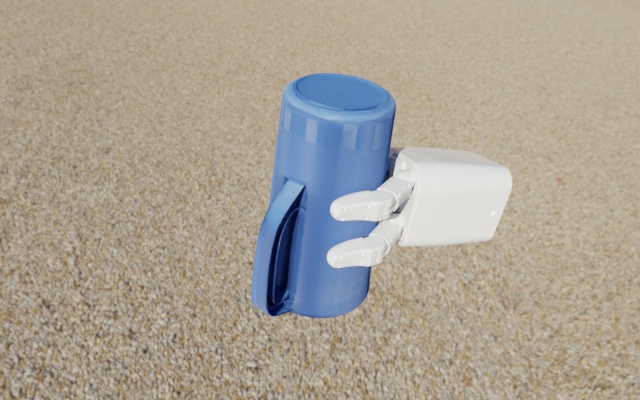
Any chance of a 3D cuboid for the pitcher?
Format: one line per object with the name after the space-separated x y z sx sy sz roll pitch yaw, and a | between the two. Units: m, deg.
0.000 0.002 0.503 0.145 0.243 0.149 0 34 -10 | pitcher
